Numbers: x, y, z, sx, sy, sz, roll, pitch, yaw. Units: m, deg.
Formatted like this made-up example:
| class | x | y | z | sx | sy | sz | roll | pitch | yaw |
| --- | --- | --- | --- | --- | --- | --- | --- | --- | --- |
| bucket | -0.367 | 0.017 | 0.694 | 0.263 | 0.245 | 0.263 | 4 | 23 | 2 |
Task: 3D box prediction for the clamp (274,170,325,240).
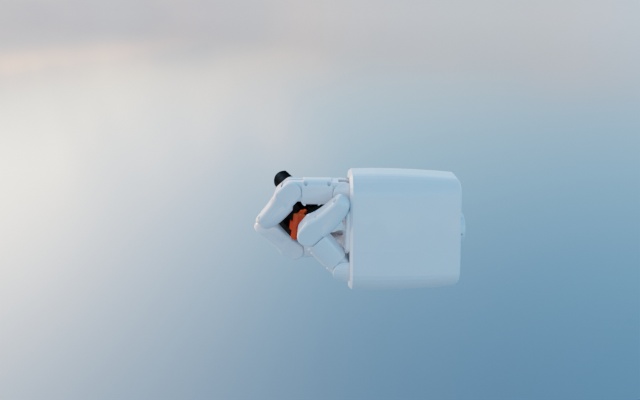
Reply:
| class | x | y | z | sx | sy | sz | roll | pitch | yaw |
| --- | --- | --- | --- | --- | --- | --- | --- | --- | --- |
| clamp | 0.000 | 0.001 | 0.551 | 0.120 | 0.039 | 0.171 | 0 | 21 | 0 |
